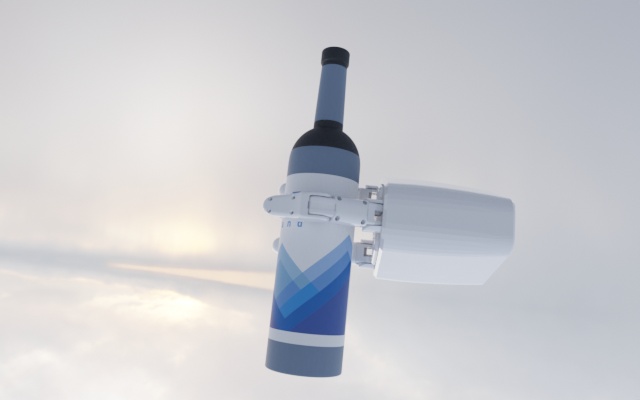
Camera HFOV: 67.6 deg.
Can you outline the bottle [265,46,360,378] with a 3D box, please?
[{"bbox_3d":[0.000,0.002,0.436,0.069,0.295,0.069,6,-10,1],"label":"bottle"}]
